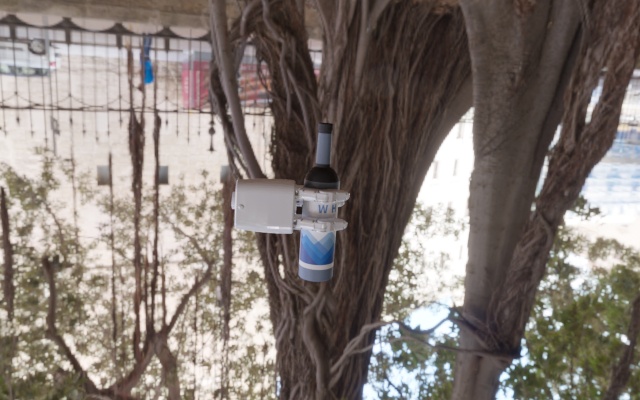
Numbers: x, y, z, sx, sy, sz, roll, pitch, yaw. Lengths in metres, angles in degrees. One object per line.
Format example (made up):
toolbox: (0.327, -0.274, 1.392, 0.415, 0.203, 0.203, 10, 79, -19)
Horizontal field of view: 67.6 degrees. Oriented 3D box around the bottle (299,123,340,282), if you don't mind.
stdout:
bottle: (0.000, 0.003, 0.900, 0.069, 0.296, 0.069, 4, 13, -1)
